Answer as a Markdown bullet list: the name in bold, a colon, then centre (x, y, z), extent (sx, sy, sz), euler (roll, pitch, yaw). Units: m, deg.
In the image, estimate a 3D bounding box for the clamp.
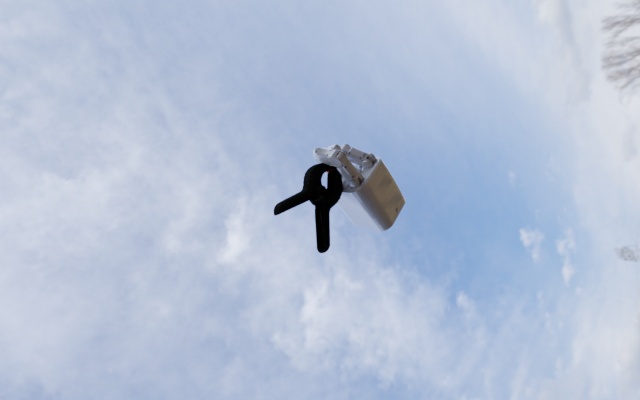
- **clamp**: centre (0.000, 0.003, 0.823), extent (0.039, 0.120, 0.171), euler (-9, 36, 46)
